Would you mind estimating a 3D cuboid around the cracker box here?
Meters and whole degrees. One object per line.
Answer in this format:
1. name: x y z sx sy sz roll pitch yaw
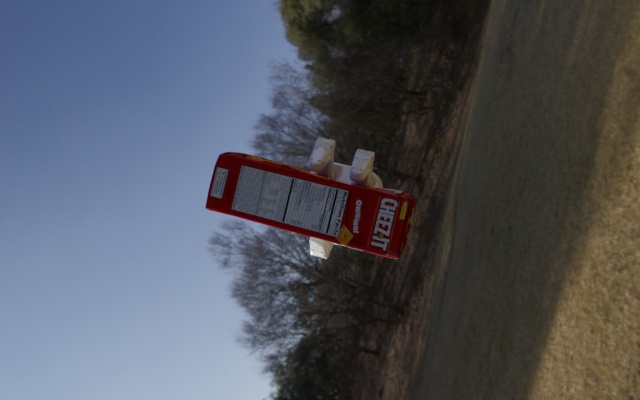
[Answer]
1. cracker box: 0.000 0.002 0.564 0.213 0.072 0.164 14 3 12
